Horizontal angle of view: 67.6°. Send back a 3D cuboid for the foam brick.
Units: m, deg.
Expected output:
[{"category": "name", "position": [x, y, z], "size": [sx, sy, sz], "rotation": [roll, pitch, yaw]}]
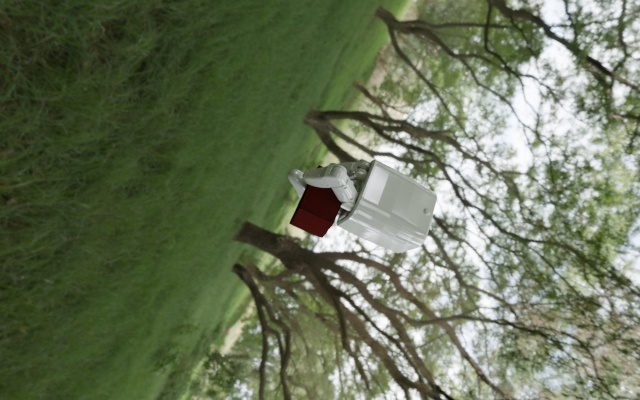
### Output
[{"category": "foam brick", "position": [0.000, 0.002, 0.654], "size": [0.051, 0.078, 0.053], "rotation": [27, -32, -5]}]
